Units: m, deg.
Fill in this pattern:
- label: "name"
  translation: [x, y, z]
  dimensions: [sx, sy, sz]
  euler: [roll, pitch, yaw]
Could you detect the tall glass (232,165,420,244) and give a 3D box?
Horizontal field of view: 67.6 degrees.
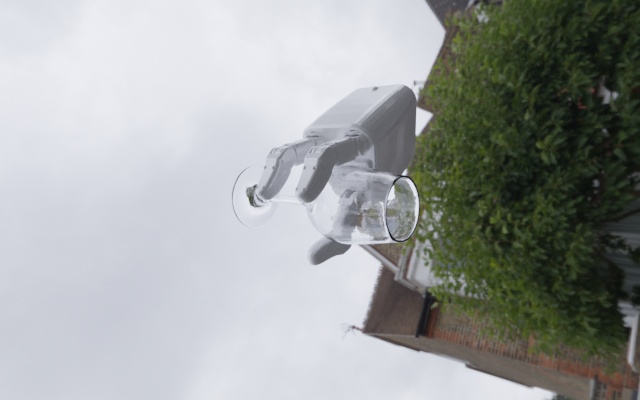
- label: "tall glass"
  translation: [-0.001, 0.002, 0.498]
  dimensions: [0.201, 0.079, 0.079]
  euler: [5, 3, 41]
